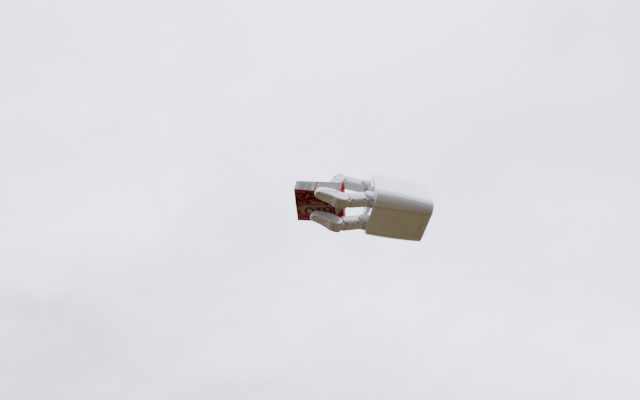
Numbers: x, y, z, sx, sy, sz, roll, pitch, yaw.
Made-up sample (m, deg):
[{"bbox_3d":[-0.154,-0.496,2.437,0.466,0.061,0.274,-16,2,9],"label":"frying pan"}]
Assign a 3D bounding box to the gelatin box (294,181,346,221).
[{"bbox_3d":[0.000,0.003,0.862,0.089,0.073,0.030,3,40,9],"label":"gelatin box"}]
